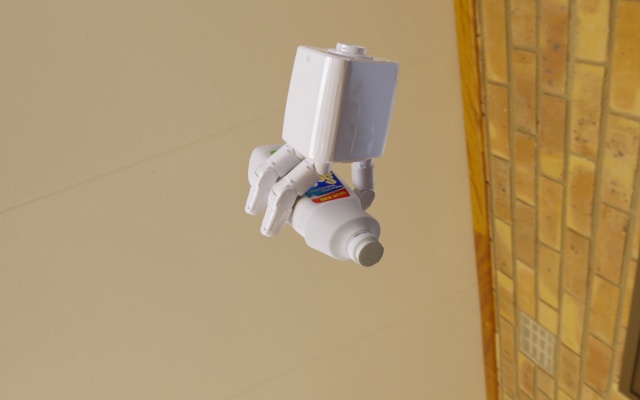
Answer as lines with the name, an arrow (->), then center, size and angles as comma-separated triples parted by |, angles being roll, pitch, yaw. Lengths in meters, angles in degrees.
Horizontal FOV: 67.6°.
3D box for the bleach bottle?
bleach bottle -> 0.000, 0.002, 0.555 | 0.102, 0.068, 0.250 | -2, 24, -28
